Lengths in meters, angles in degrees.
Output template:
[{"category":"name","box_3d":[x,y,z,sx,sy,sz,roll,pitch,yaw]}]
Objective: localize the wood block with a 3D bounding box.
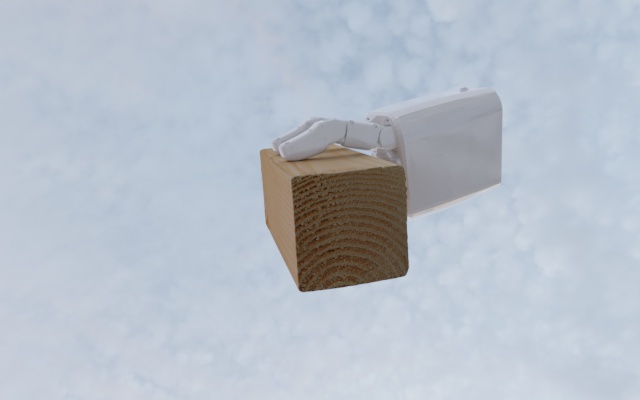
[{"category":"wood block","box_3d":[0.000,0.002,0.452,0.090,0.091,0.206,-7,13,-12]}]
